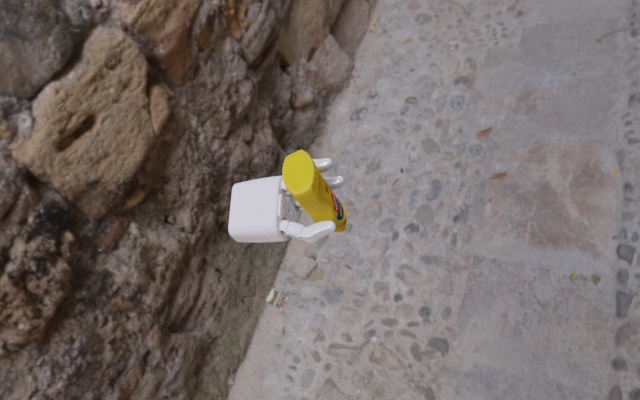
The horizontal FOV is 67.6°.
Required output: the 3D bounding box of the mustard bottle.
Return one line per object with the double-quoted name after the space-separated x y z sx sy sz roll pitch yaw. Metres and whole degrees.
0.000 0.003 0.847 0.058 0.096 0.192 -25 -42 10 "mustard bottle"
